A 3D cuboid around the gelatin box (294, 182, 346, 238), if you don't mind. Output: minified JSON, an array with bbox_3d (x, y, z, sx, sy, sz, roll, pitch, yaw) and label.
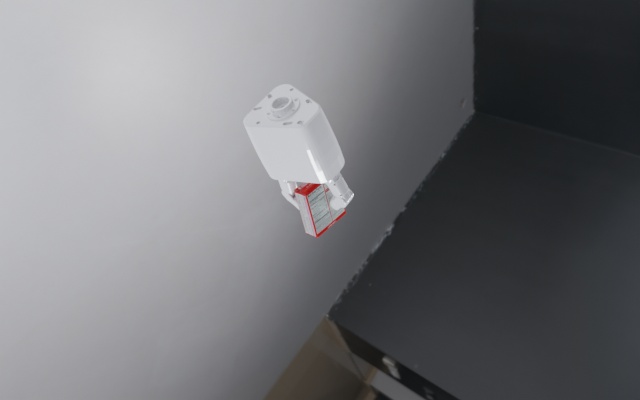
[{"bbox_3d":[0.001,0.003,0.757,0.030,0.089,0.073,19,47,40],"label":"gelatin box"}]
